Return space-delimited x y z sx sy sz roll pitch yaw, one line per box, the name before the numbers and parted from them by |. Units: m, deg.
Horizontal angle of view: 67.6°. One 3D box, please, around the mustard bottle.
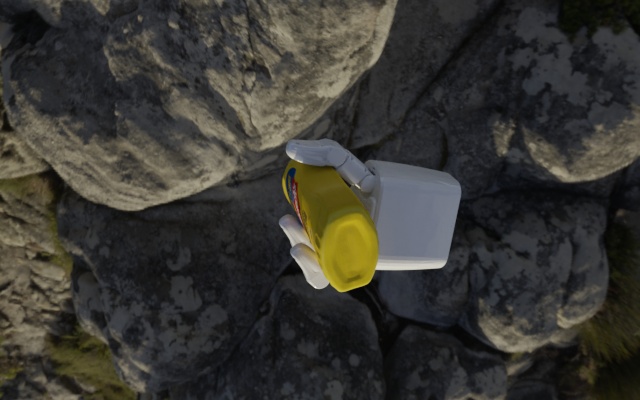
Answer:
mustard bottle | 0.000 0.002 0.506 0.058 0.096 0.191 -17 33 -9
